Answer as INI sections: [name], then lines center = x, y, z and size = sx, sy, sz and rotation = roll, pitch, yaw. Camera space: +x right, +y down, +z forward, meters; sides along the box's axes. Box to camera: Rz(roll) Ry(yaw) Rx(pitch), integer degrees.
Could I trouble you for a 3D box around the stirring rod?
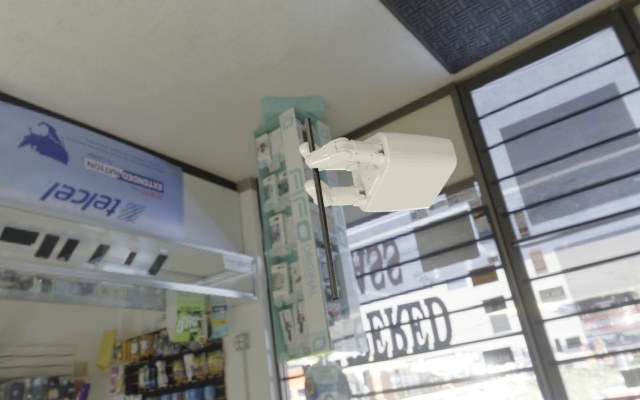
[stirring rod]
center = 0.000, 0.002, 0.588
size = 0.011, 0.239, 0.011
rotation = -8, -22, -3
